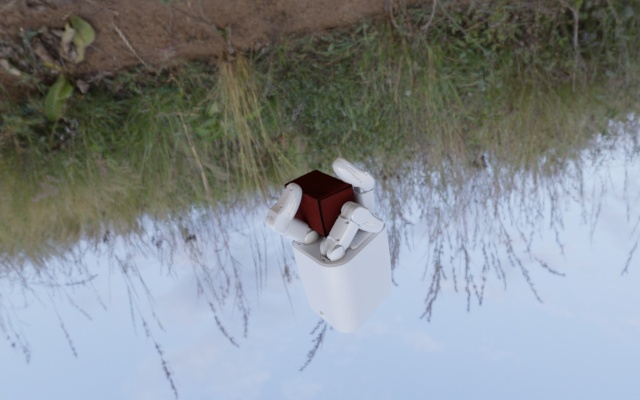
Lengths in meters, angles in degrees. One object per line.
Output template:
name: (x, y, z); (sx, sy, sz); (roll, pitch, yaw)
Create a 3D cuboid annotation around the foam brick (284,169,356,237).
foam brick: (0.000, 0.002, 0.587); (0.053, 0.051, 0.078); (-26, 29, -26)
